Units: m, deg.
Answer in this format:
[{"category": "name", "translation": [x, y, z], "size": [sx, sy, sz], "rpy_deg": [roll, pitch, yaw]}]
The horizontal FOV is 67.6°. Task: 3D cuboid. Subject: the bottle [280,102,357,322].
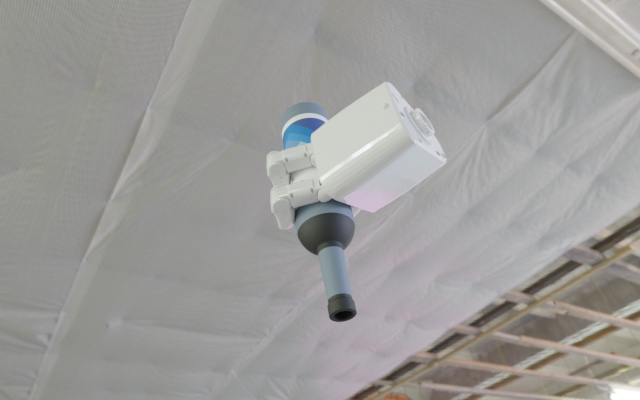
[{"category": "bottle", "translation": [0.000, 0.002, 0.557], "size": [0.069, 0.295, 0.069], "rpy_deg": [-7, -41, -6]}]
